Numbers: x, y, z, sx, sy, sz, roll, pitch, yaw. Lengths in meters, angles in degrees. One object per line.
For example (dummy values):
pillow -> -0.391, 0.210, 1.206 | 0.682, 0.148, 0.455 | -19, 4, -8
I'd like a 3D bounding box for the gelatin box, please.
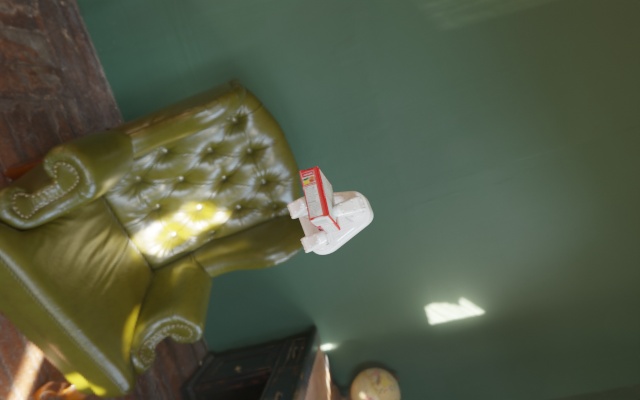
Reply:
gelatin box -> 0.000, 0.002, 0.671 | 0.030, 0.073, 0.089 | -15, -19, 9
